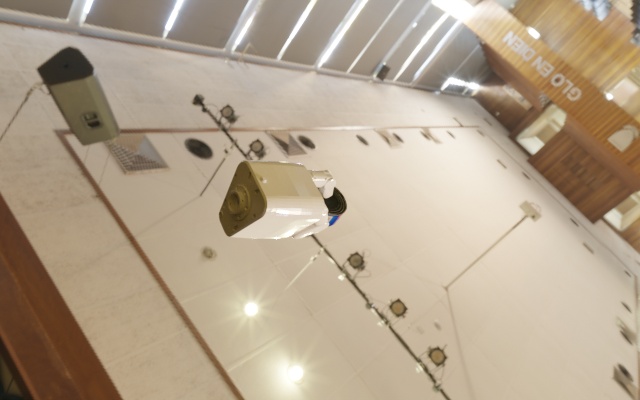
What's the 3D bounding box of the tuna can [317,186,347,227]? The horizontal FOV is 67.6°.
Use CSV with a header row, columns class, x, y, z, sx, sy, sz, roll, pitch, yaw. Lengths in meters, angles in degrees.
class,x,y,z,sx,sy,sz,roll,pitch,yaw
tuna can,0.000,0.003,0.805,0.086,0.086,0.034,0,-42,-42
